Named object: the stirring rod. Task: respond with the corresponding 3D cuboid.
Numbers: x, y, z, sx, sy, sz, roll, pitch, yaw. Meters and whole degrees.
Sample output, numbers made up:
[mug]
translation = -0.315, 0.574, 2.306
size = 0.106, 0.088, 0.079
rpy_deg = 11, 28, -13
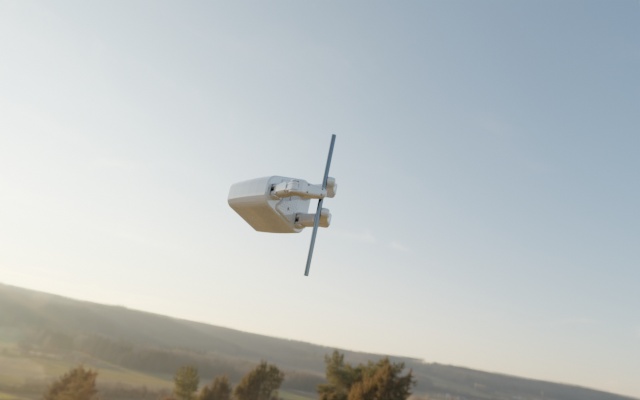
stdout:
[stirring rod]
translation = 0.000, 0.003, 0.765
size = 0.011, 0.239, 0.011
rpy_deg = 10, -18, 3
